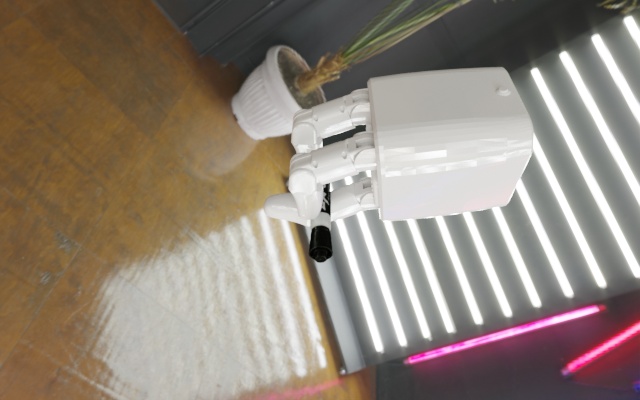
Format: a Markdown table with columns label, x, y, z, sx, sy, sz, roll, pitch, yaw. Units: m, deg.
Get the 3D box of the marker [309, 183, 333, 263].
| label | x | y | z | sx | sy | sz | roll | pitch | yaw |
| --- | --- | --- | --- | --- | --- | --- | --- | --- | --- |
| marker | 0.000 | 0.001 | 0.407 | 0.020 | 0.121 | 0.020 | 0 | -43 | 0 |
